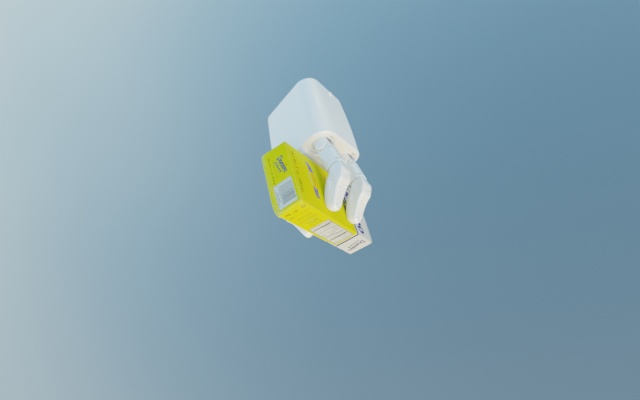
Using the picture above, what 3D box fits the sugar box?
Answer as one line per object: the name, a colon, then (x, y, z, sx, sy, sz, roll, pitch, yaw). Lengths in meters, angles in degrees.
sugar box: (0.000, 0.002, 0.630, 0.048, 0.093, 0.176, -31, -34, 23)
